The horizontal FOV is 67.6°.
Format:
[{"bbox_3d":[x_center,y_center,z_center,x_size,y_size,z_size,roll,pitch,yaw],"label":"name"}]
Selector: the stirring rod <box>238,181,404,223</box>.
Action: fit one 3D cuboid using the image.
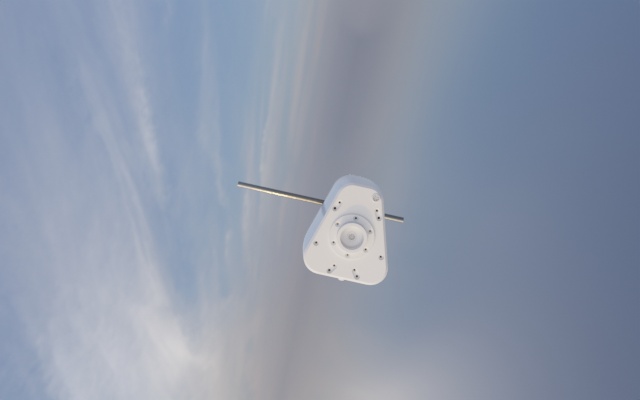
[{"bbox_3d":[0.000,0.002,0.681,0.239,0.011,0.011,12,0,0],"label":"stirring rod"}]
